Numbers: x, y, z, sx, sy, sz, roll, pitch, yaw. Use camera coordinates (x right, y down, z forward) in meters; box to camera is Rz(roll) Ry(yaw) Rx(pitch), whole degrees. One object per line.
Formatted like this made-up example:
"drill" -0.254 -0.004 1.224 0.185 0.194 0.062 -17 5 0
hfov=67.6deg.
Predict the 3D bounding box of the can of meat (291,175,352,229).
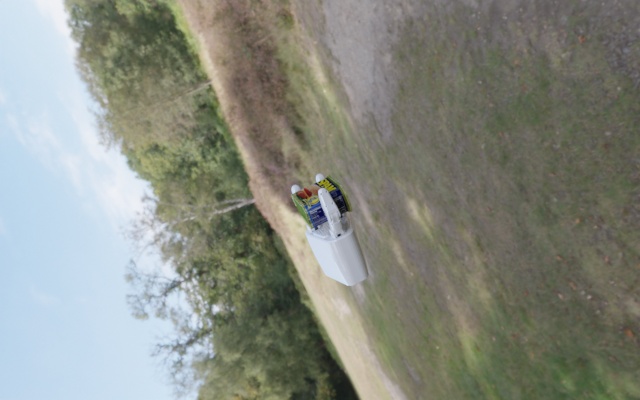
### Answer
"can of meat" 0.000 0.003 0.899 0.084 0.057 0.102 -26 24 -8
